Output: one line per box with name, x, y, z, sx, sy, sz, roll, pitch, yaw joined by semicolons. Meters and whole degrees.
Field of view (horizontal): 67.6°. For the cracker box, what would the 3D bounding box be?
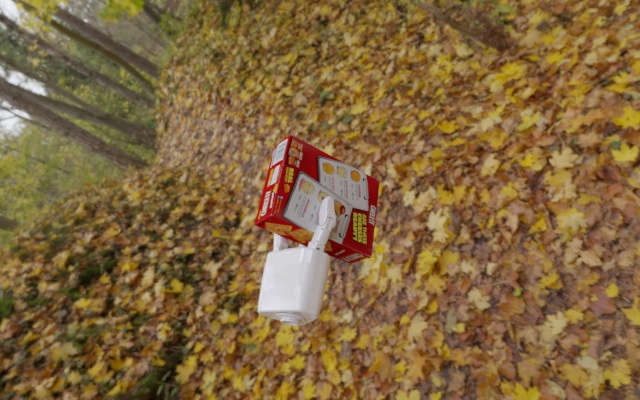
cracker box;0.000;0.003;0.872;0.214;0.164;0.072;25;-30;-27
